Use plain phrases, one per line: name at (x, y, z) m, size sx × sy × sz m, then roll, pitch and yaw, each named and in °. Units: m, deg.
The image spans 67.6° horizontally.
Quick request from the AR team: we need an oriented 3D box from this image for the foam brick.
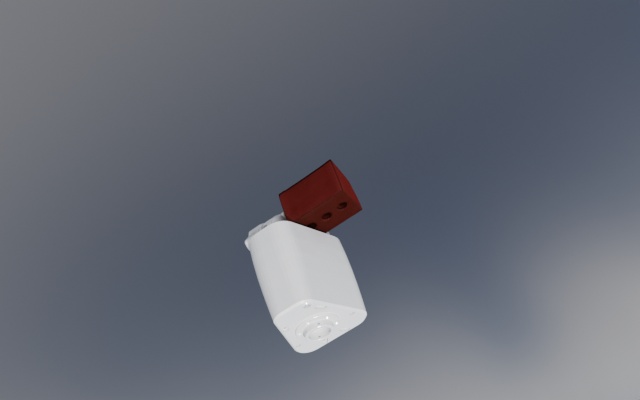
foam brick at (0.000, 0.002, 0.565) m, size 0.078 × 0.051 × 0.053 m, roll -34°, pitch -42°, yaw 12°
